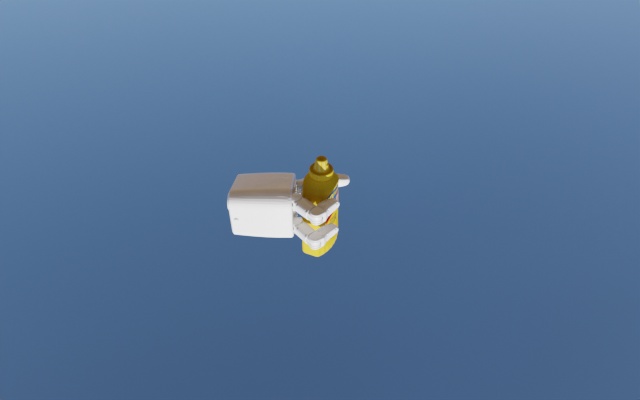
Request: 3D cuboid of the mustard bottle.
[{"bbox_3d":[0.000,0.003,0.843,0.058,0.192,0.096,18,44,19],"label":"mustard bottle"}]
